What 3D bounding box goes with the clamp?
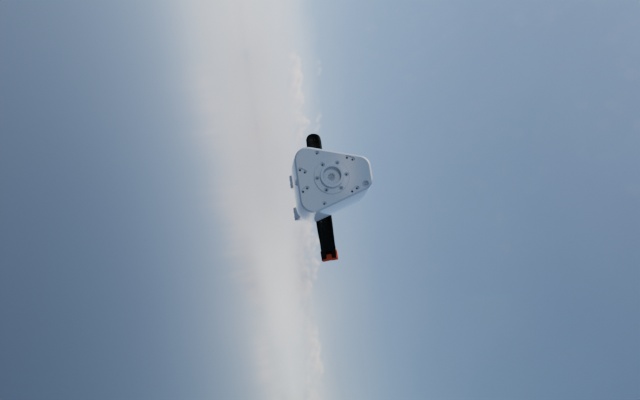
[{"bbox_3d":[0.001,0.003,0.846,0.036,0.210,0.164,-9,-7,-2],"label":"clamp"}]
